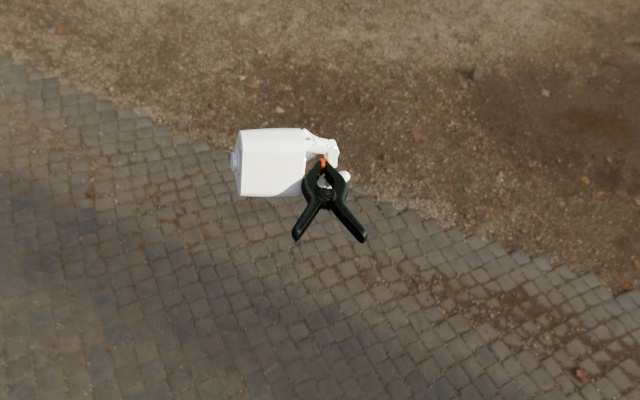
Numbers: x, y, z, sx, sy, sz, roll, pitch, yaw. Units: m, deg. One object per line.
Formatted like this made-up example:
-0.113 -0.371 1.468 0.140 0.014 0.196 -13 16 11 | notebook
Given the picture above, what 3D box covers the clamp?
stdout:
0.000 0.002 0.787 0.120 0.171 0.039 -1 -41 -21 | clamp
